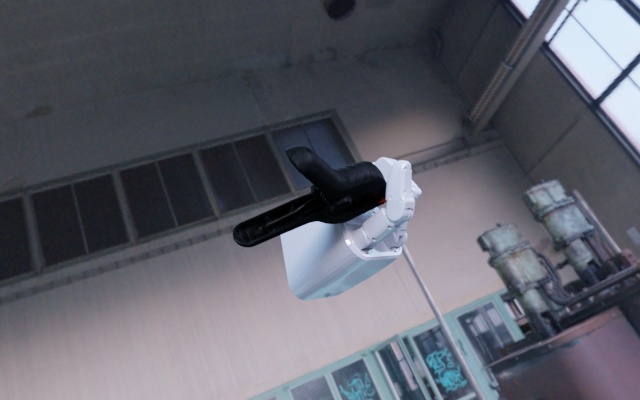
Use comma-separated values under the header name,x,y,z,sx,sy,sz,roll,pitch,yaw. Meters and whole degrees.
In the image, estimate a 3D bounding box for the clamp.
name,x,y,z,sx,sy,sz,roll,pitch,yaw
clamp,0.000,0.001,0.455,0.171,0.039,0.120,5,-37,-49
